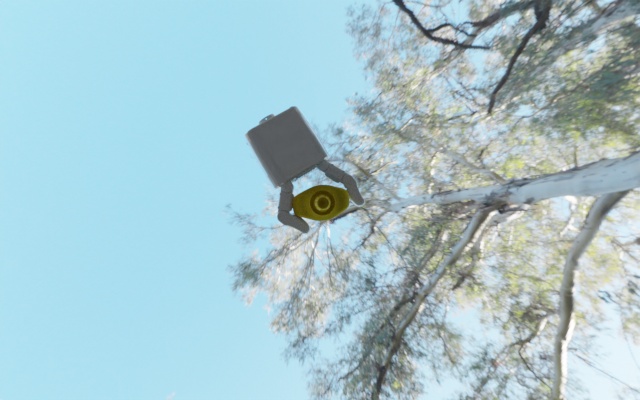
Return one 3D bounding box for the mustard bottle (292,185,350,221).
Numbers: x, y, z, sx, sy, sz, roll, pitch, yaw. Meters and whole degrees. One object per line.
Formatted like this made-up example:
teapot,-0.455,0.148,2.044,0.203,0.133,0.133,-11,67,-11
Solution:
mustard bottle,0.000,0.003,0.812,0.096,0.058,0.191,-7,0,-2
